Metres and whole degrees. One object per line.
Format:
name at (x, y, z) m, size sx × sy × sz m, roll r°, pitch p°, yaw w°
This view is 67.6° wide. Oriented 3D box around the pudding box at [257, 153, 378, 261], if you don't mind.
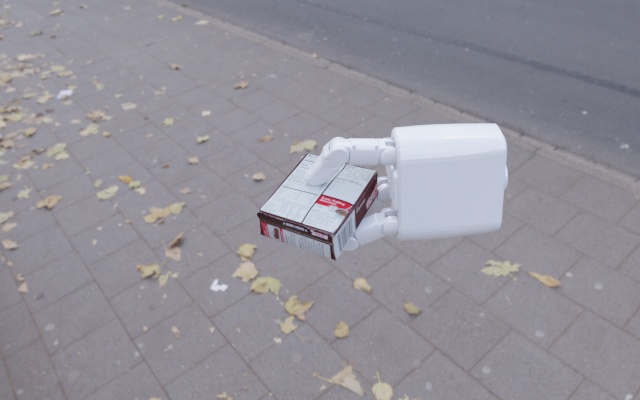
pudding box at (0.000, 0.002, 0.509) m, size 0.090 × 0.039 × 0.113 m, roll 16°, pitch 44°, yaw 23°
